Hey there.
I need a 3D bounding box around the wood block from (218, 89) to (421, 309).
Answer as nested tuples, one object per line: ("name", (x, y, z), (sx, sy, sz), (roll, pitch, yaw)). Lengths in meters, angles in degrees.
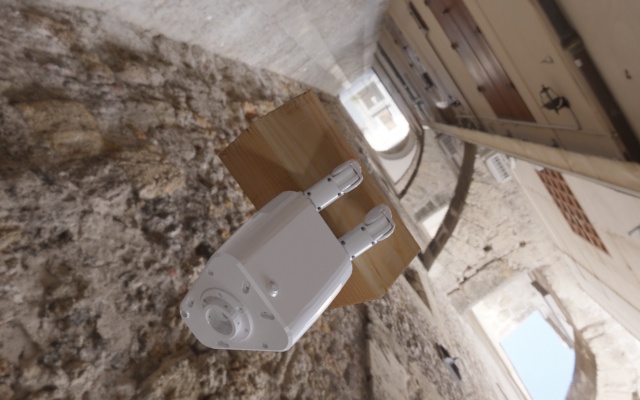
("wood block", (0.000, 0.002, 0.507), (0.090, 0.206, 0.091), (-40, 9, -40))
